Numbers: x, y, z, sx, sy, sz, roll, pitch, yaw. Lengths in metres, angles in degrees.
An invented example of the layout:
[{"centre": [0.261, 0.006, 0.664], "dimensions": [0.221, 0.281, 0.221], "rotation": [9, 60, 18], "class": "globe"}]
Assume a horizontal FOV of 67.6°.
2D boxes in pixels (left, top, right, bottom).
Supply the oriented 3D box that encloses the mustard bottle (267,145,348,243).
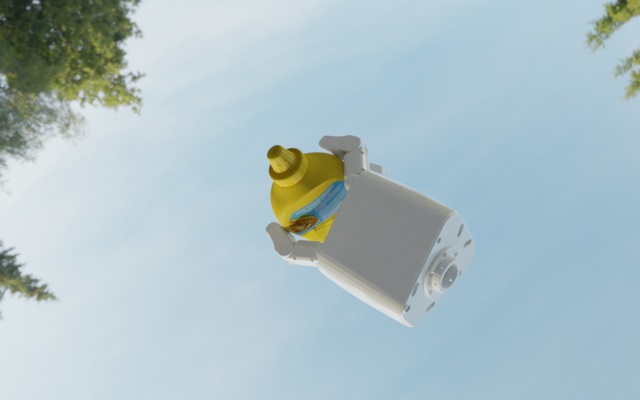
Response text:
[{"centre": [0.000, 0.002, 0.529], "dimensions": [0.096, 0.058, 0.192], "rotation": [-36, -43, 6], "class": "mustard bottle"}]
